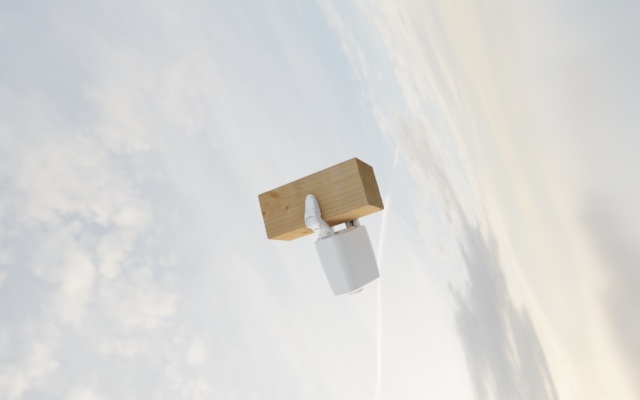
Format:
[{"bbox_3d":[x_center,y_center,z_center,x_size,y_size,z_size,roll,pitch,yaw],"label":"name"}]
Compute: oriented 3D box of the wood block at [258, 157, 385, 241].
[{"bbox_3d":[0.000,0.003,0.887,0.206,0.090,0.091,-20,-15,22],"label":"wood block"}]
